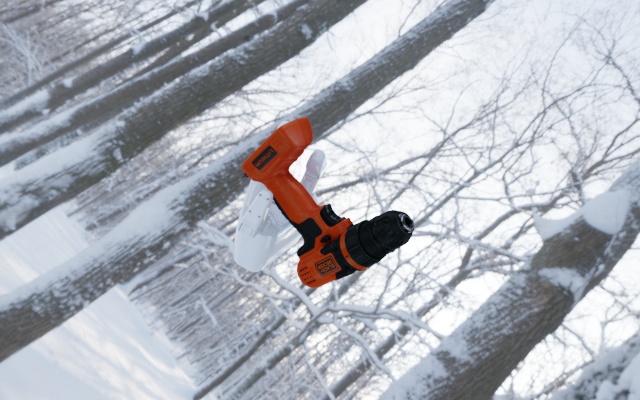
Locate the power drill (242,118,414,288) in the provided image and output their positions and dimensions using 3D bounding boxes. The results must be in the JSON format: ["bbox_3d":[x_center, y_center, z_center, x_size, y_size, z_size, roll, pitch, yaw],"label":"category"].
[{"bbox_3d":[0.000,0.002,0.556,0.184,0.187,0.057,-34,-5,43],"label":"power drill"}]
